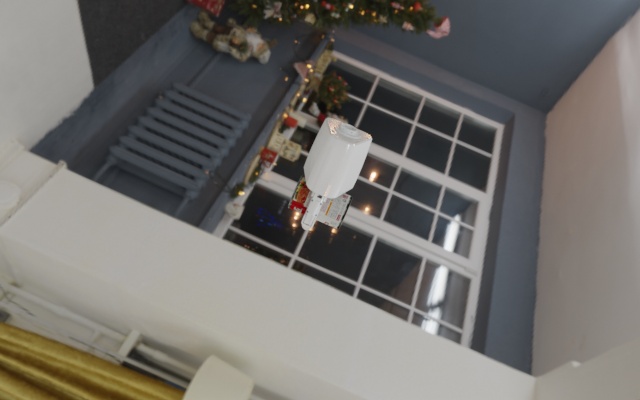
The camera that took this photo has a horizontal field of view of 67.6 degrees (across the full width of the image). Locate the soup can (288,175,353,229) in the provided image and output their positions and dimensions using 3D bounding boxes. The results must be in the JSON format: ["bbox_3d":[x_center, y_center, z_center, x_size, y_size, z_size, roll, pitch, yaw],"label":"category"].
[{"bbox_3d":[0.000,0.003,0.883,0.102,0.068,0.068,24,0,1],"label":"soup can"}]
